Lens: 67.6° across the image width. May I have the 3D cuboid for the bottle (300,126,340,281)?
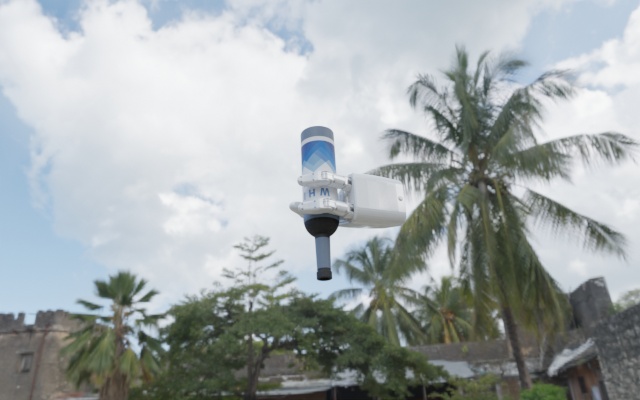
[{"bbox_3d":[0.000,0.003,0.889,0.069,0.295,0.069,-2,-24,-1],"label":"bottle"}]
